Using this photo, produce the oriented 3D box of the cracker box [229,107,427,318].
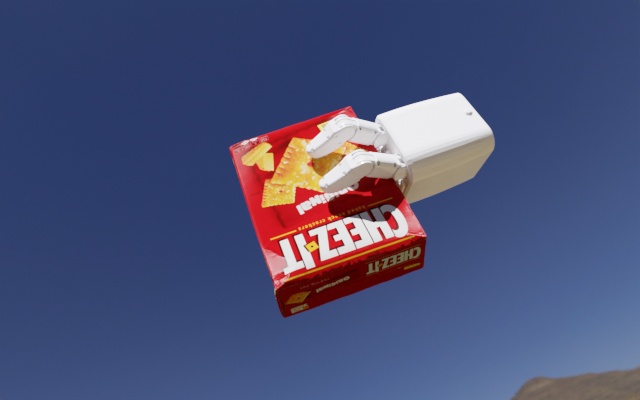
[{"bbox_3d":[0.000,0.002,0.548,0.164,0.213,0.072,-19,-37,-7],"label":"cracker box"}]
